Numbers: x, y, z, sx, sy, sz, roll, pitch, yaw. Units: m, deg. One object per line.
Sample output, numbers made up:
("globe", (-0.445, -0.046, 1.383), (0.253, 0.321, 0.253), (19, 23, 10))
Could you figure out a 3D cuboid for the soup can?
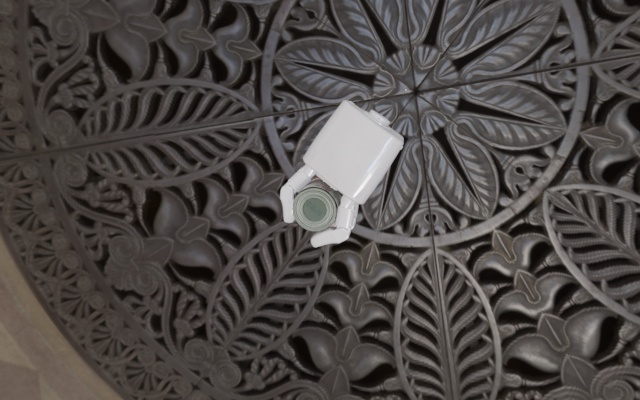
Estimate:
("soup can", (0.000, 0.003, 0.731), (0.068, 0.068, 0.102), (0, 13, 10))
